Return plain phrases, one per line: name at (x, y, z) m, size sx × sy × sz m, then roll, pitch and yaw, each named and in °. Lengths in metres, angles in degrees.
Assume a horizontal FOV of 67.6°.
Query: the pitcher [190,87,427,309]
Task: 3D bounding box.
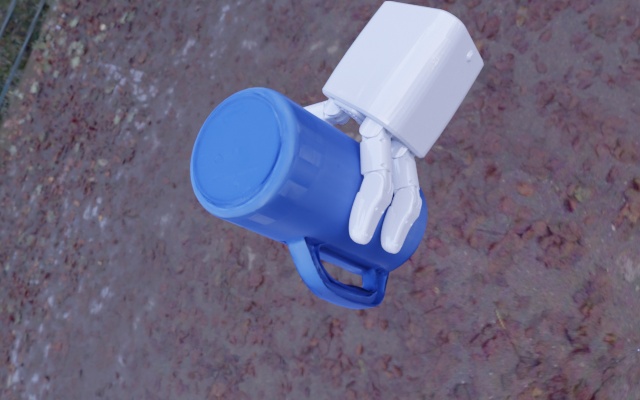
pitcher at (0.000, 0.001, 0.455) m, size 0.149 × 0.145 × 0.243 m, roll 39°, pitch 8°, yaw 35°
